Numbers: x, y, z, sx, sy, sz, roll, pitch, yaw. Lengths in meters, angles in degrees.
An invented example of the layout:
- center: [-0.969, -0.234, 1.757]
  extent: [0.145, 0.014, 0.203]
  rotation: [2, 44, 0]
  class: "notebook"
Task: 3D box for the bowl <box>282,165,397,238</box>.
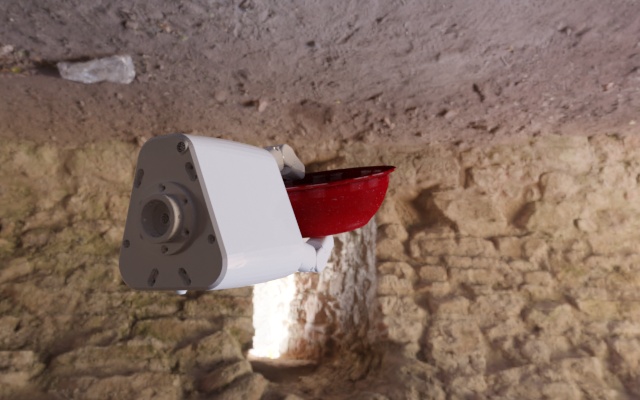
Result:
- center: [0.001, 0.002, 0.492]
  extent: [0.162, 0.055, 0.162]
  rotation: [-8, 7, 1]
  class: "bowl"
